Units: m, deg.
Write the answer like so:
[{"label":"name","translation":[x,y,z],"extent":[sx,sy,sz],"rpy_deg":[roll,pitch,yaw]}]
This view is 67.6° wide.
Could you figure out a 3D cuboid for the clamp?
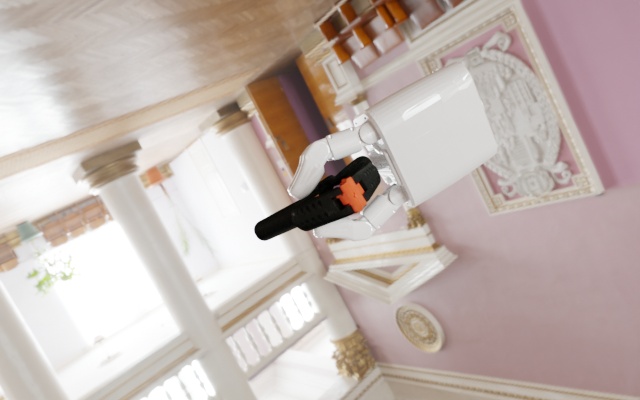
[{"label":"clamp","translation":[0.001,0.002,0.488],"extent":[0.164,0.036,0.210],"rpy_deg":[-34,6,-2]}]
